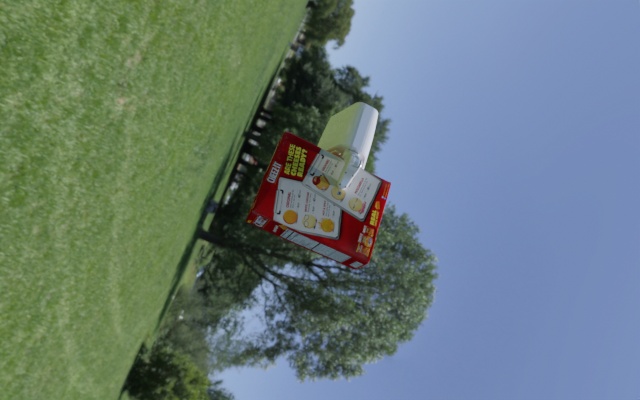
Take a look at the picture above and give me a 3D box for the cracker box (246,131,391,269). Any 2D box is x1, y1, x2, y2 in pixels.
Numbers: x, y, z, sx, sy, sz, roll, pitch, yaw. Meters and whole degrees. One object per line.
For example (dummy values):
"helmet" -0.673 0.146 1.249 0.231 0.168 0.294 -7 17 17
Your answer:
"cracker box" 0.000 0.003 0.829 0.214 0.164 0.072 25 -26 -11
